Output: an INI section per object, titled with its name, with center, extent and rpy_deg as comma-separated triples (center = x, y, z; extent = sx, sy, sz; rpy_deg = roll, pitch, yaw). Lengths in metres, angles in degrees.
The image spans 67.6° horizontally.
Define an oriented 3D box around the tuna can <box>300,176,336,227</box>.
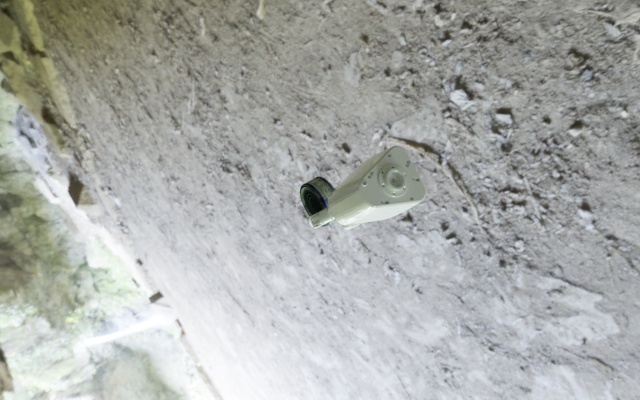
[tuna can]
center = 0.000, 0.003, 0.842
extent = 0.033, 0.086, 0.086
rpy_deg = -29, 13, -24
